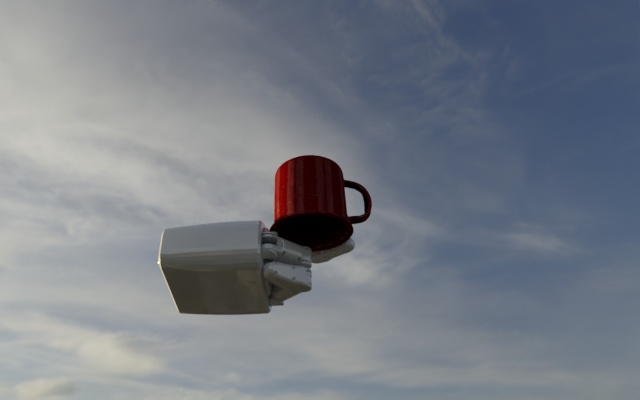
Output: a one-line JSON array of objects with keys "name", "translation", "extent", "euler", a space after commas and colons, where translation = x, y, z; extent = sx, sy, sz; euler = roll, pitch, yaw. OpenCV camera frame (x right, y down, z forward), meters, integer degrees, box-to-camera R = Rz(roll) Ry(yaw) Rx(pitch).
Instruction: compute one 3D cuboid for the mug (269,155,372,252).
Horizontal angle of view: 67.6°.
[{"name": "mug", "translation": [0.002, 0.002, 0.546], "extent": [0.117, 0.081, 0.093], "euler": [-3, -31, -1]}]
